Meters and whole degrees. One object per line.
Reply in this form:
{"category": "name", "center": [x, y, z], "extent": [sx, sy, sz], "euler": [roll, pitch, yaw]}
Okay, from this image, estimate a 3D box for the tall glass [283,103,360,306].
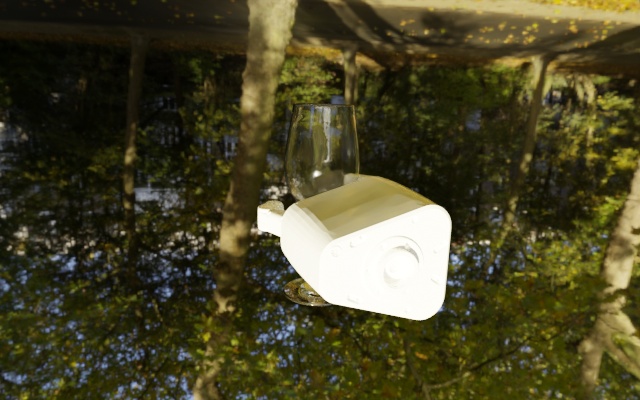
{"category": "tall glass", "center": [0.000, 0.002, 0.496], "extent": [0.079, 0.201, 0.079], "euler": [2, 12, 0]}
